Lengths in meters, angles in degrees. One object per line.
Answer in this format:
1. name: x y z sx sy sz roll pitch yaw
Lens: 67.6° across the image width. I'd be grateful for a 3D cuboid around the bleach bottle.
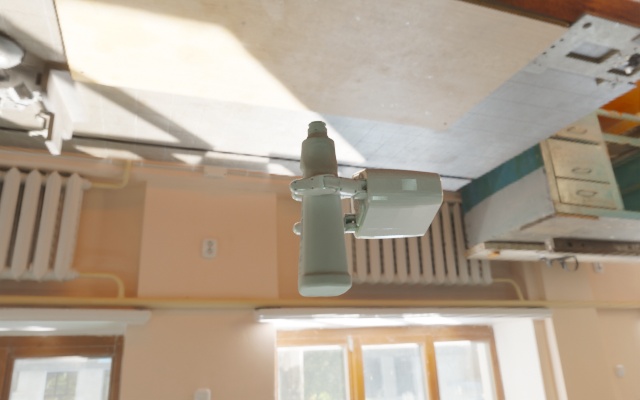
1. bleach bottle: 0.000 0.002 0.668 0.068 0.250 0.103 0 -19 -7
